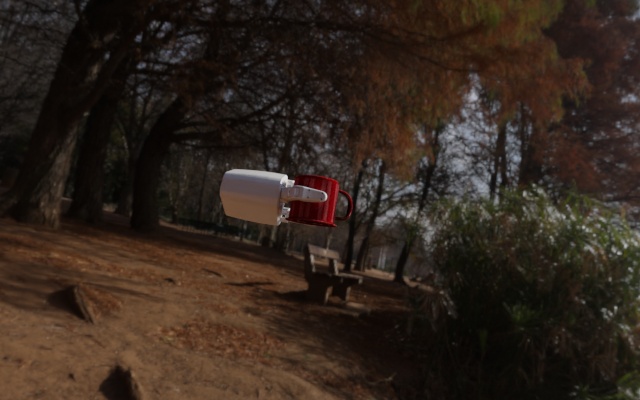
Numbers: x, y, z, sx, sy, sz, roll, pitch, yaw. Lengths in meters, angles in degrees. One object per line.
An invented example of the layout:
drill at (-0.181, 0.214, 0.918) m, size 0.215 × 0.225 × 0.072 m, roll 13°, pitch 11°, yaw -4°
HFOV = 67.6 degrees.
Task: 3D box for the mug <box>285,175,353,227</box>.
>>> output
mug at (0.002, 0.003, 0.860) m, size 0.117 × 0.081 × 0.093 m, roll 9°, pitch -7°, yaw -2°
